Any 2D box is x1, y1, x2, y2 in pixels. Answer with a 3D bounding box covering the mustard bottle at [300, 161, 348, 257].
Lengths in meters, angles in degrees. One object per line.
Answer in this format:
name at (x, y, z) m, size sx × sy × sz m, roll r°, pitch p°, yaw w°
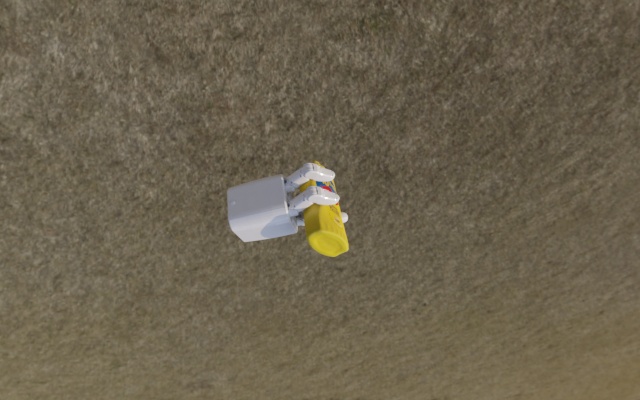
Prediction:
mustard bottle at (0.000, 0.003, 0.879) m, size 0.058 × 0.191 × 0.096 m, roll -28°, pitch -41°, yaw 22°
